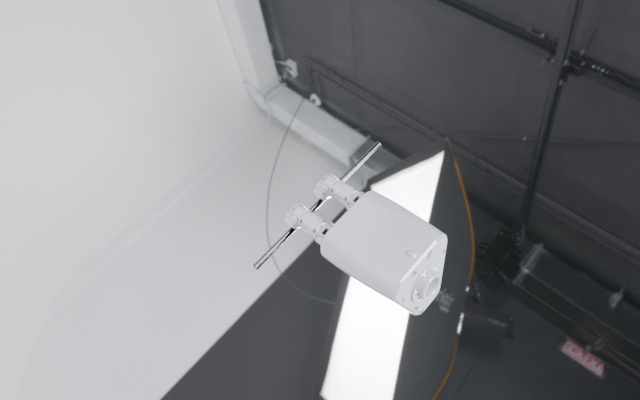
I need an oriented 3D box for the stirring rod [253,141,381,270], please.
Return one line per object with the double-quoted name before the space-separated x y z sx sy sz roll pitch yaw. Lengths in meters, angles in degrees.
"stirring rod" 0.000 0.002 0.628 0.239 0.011 0.011 -45 17 -17
